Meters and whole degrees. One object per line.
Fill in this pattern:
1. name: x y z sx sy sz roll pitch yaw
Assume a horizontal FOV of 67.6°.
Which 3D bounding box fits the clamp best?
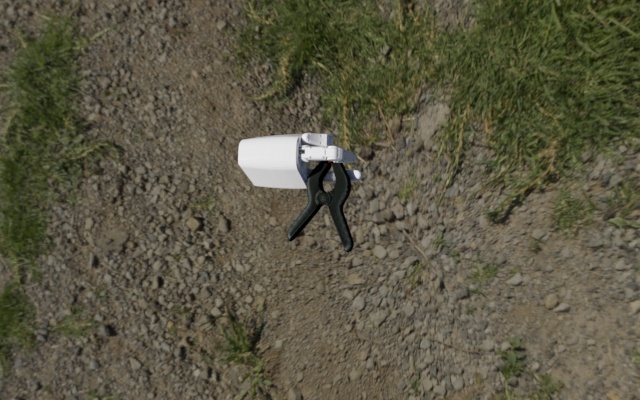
1. clamp: 0.000 0.003 0.827 0.120 0.171 0.039 1 -6 12
